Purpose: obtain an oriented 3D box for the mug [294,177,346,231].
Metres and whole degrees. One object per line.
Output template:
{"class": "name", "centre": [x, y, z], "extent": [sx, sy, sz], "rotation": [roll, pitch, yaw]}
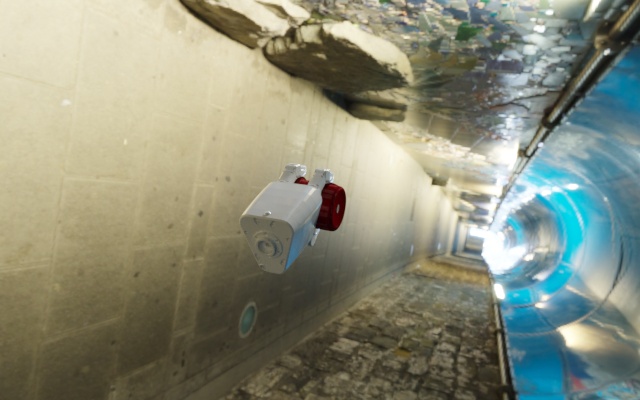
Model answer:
{"class": "mug", "centre": [0.001, 0.002, 0.859], "extent": [0.081, 0.093, 0.117], "rotation": [10, 34, 20]}
